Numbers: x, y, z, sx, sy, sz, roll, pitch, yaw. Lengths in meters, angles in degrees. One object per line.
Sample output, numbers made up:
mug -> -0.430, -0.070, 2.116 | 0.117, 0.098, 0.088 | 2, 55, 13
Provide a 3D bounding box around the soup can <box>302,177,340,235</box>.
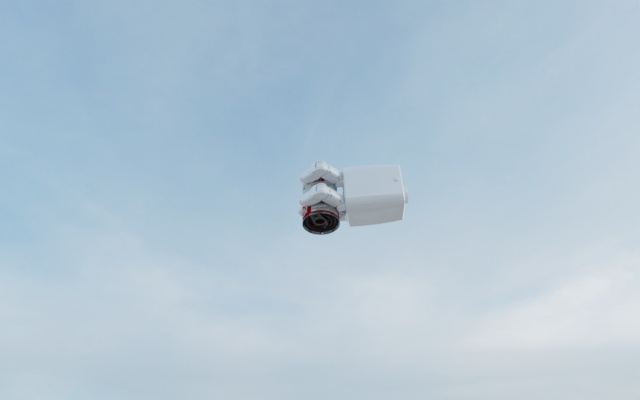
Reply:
soup can -> 0.000, 0.003, 0.885 | 0.068, 0.102, 0.069 | -1, -38, -1
